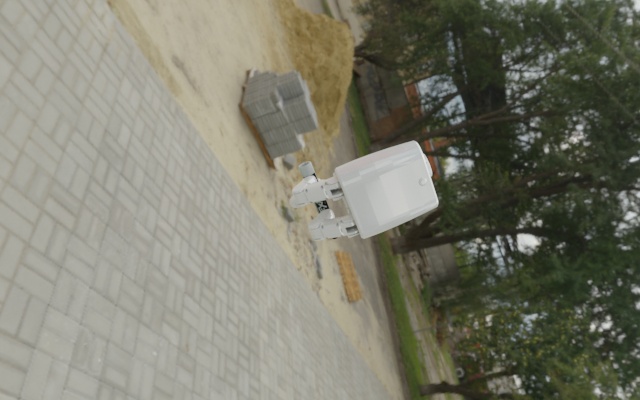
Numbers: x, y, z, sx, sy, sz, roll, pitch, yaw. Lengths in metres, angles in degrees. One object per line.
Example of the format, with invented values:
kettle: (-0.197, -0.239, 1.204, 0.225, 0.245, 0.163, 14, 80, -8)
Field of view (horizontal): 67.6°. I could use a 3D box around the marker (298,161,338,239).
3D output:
marker: (0.000, 0.002, 0.673, 0.020, 0.121, 0.020, -20, 21, 8)
